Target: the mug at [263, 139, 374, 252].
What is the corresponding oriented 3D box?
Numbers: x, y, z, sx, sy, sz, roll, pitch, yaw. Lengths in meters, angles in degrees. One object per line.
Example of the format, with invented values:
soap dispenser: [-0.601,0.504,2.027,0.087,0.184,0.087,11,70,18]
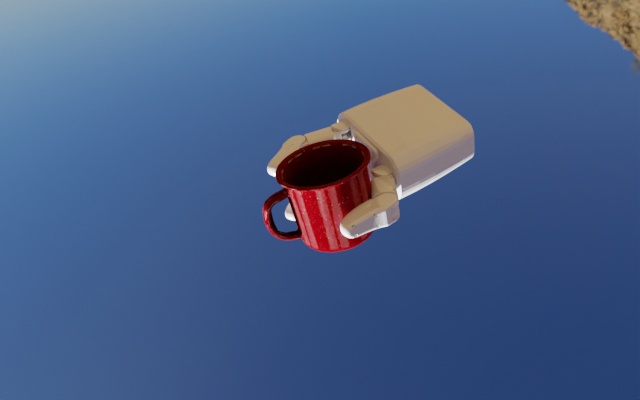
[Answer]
mug: [-0.001,0.002,0.471,0.117,0.081,0.093,-25,33,-15]
